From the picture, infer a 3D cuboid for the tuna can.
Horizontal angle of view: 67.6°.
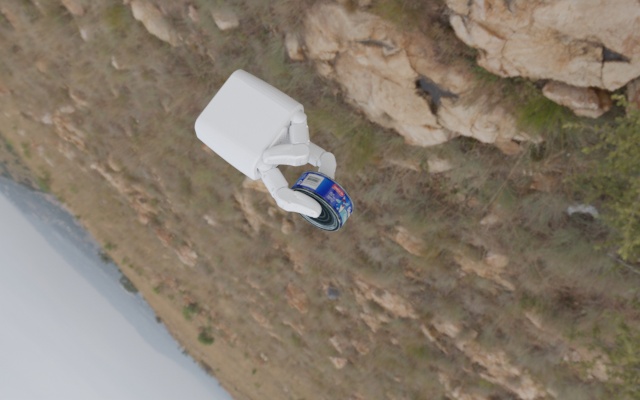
[{"bbox_3d":[0.000,0.003,0.640,0.086,0.033,0.086,29,-28,17],"label":"tuna can"}]
